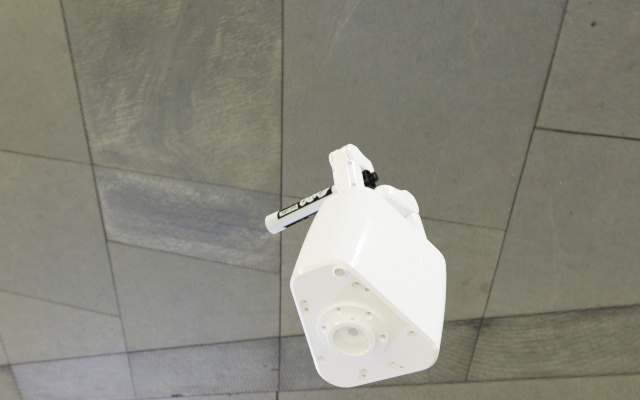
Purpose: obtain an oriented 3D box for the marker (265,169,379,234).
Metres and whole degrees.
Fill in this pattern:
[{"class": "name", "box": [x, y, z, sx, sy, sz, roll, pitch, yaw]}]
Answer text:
[{"class": "marker", "box": [0.000, 0.001, 0.450, 0.121, 0.020, 0.020, -25, -11, 25]}]
